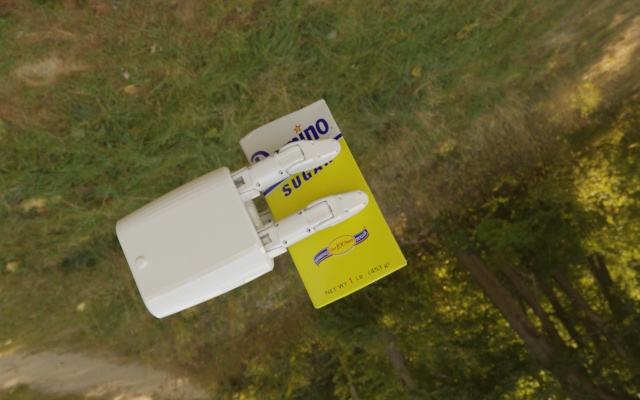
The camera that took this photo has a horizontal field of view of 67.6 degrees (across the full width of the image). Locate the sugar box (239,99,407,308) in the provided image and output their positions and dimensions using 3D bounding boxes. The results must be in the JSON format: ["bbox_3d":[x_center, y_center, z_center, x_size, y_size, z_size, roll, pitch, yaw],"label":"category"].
[{"bbox_3d":[0.000,0.002,0.452,0.093,0.176,0.048,-26,-10,-2],"label":"sugar box"}]
